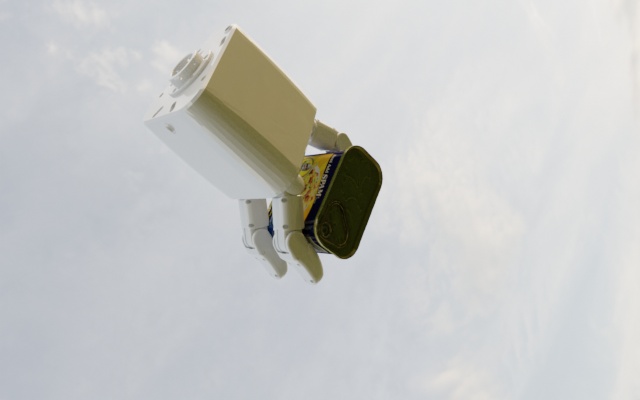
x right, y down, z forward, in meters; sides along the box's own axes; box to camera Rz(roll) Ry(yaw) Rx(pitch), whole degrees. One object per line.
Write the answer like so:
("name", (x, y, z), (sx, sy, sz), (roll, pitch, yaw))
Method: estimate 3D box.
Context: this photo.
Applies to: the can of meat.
("can of meat", (0.000, 0.001, 0.457), (0.084, 0.102, 0.057), (-1, -31, 47))
